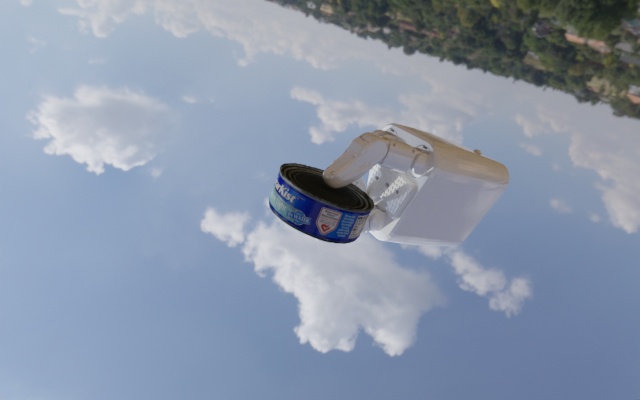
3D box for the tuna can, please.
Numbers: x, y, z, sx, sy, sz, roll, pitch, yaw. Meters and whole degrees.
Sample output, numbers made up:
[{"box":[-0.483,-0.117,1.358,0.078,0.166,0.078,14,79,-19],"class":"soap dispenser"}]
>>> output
[{"box":[0.000,0.002,0.407,0.086,0.034,0.086,21,18,-7],"class":"tuna can"}]
